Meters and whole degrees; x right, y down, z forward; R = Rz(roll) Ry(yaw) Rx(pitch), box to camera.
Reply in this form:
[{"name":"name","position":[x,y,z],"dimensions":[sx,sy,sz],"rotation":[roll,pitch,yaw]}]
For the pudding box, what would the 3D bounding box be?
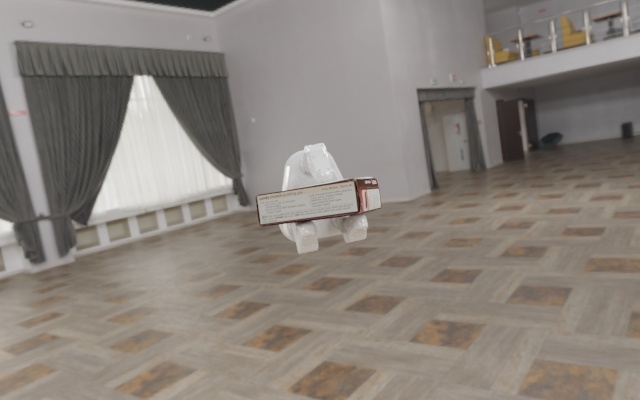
[{"name":"pudding box","position":[0.000,0.002,0.512],"dimensions":[0.113,0.039,0.090],"rotation":[-11,0,20]}]
